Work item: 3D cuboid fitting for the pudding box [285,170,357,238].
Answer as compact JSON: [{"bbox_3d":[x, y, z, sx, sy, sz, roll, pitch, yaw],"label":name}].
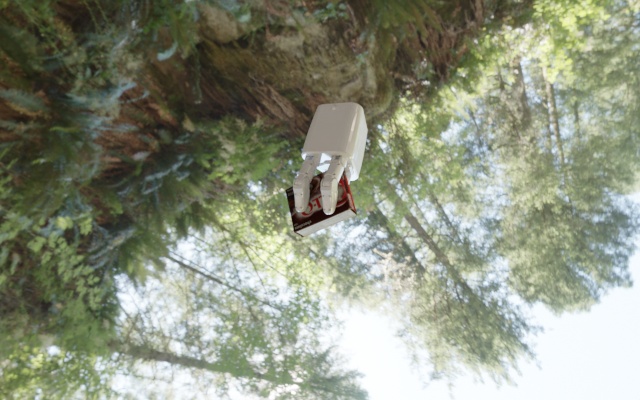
[{"bbox_3d":[0.000,0.003,0.838,0.113,0.090,0.039,-25,-33,19],"label":"pudding box"}]
